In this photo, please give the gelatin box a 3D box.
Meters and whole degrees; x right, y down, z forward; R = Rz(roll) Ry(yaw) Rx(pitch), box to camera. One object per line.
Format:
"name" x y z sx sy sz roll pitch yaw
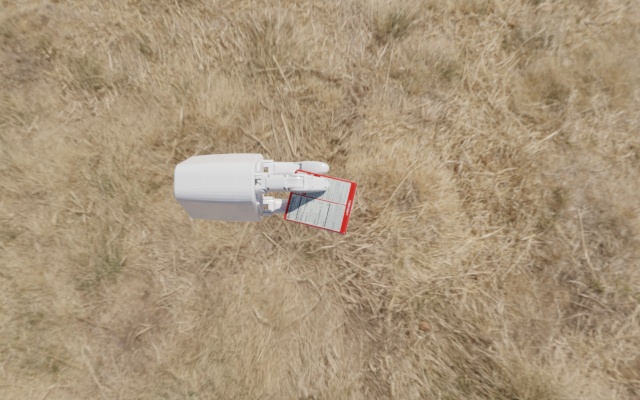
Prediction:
"gelatin box" 0.000 0.002 0.664 0.089 0.073 0.030 13 -5 5
